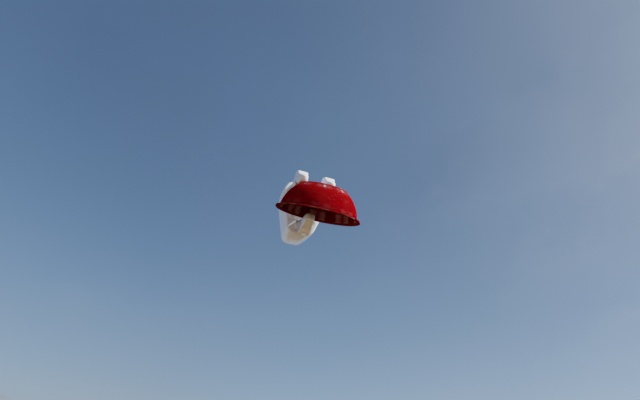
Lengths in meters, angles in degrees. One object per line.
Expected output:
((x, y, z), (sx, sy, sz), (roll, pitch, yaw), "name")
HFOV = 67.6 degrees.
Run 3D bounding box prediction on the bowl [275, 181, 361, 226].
((0.001, 0.002, 0.889), (0.162, 0.055, 0.162), (12, -10, 2), "bowl")
